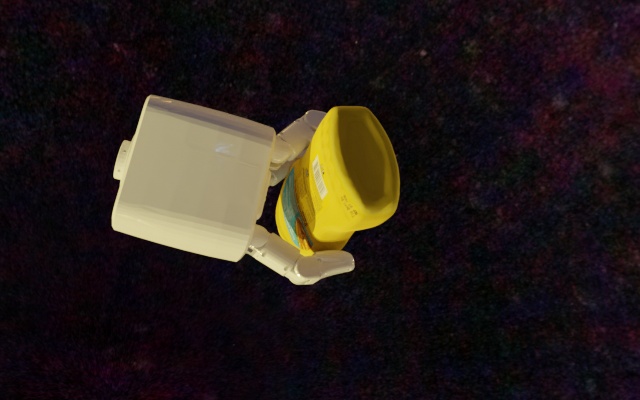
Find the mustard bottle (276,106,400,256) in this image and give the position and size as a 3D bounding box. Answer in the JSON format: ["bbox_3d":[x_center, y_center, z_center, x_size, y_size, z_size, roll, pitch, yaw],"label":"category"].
[{"bbox_3d":[0.000,0.001,0.442,0.058,0.096,0.192,-7,-19,-25],"label":"mustard bottle"}]
